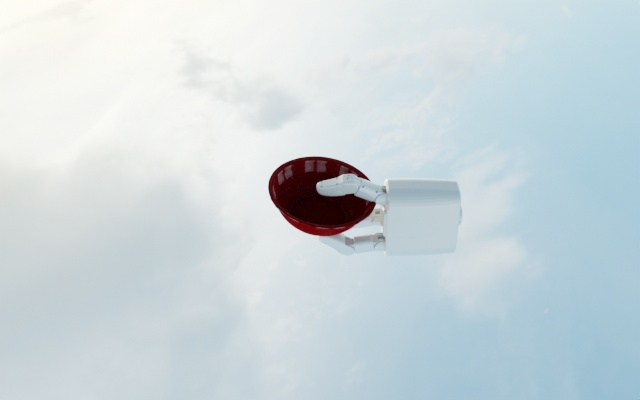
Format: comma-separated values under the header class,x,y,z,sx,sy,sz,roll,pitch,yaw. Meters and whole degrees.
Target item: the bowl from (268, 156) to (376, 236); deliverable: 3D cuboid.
class,x,y,z,sx,sy,sz,roll,pitch,yaw
bowl,-0.001,0.002,0.718,0.162,0.055,0.162,6,41,-5
